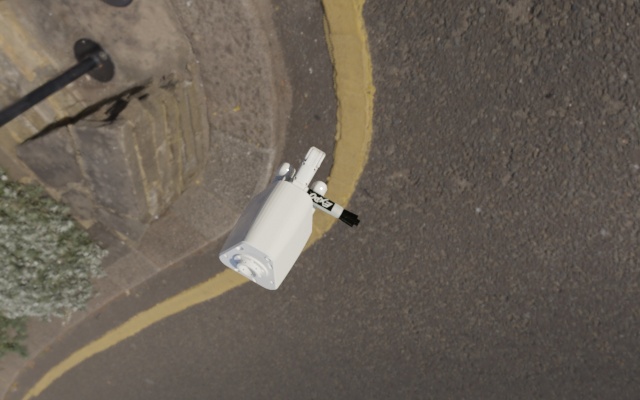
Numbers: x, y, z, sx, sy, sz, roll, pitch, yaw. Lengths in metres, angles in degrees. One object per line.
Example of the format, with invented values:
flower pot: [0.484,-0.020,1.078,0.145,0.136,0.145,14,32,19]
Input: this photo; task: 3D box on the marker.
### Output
marker: [0.000,0.002,0.659,0.121,0.020,0.020,30,0,0]
